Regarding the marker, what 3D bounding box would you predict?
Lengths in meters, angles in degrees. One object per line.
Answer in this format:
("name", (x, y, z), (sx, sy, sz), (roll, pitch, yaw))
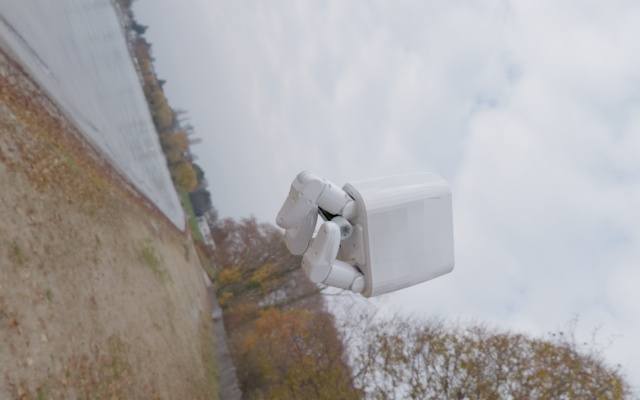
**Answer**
("marker", (0.000, 0.002, 0.501), (0.020, 0.020, 0.121), (0, 28, -25))
